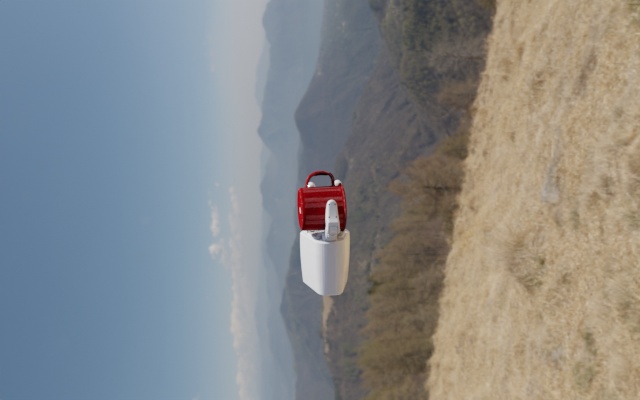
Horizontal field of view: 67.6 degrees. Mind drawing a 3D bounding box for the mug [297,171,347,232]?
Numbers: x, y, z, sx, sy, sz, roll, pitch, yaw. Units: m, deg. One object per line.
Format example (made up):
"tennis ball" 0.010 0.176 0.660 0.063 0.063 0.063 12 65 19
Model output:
"mug" 0.000 0.002 0.896 0.081 0.117 0.093 -3 9 -8
